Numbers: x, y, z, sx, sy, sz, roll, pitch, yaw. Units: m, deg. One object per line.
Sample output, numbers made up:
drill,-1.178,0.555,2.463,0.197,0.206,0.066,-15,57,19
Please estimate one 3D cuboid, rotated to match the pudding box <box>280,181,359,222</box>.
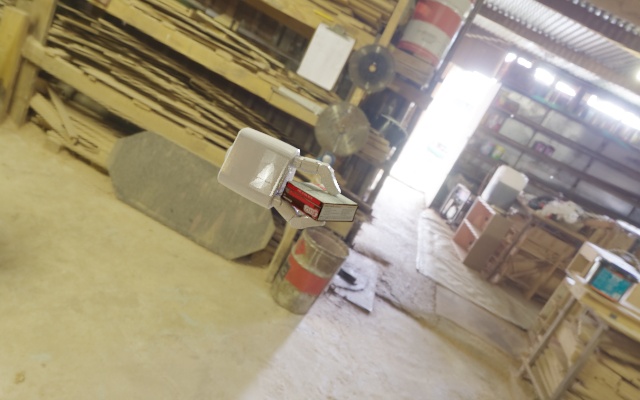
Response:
pudding box,0.000,0.003,0.831,0.090,0.039,0.113,32,18,33
